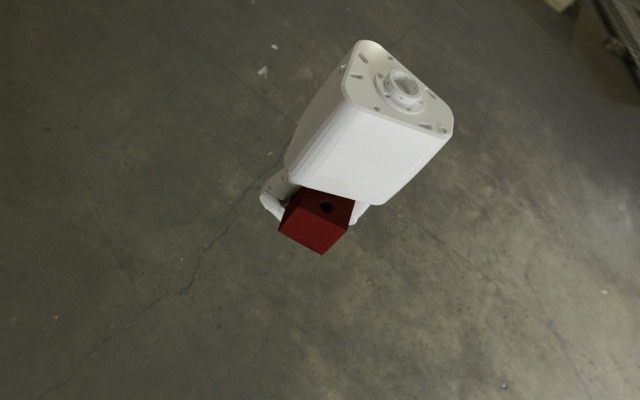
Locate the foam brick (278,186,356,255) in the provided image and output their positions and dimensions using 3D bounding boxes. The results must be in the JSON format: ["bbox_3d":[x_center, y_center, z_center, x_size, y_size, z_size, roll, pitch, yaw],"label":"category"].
[{"bbox_3d":[0.000,0.002,0.468,0.053,0.078,0.051,28,-40,-12],"label":"foam brick"}]
